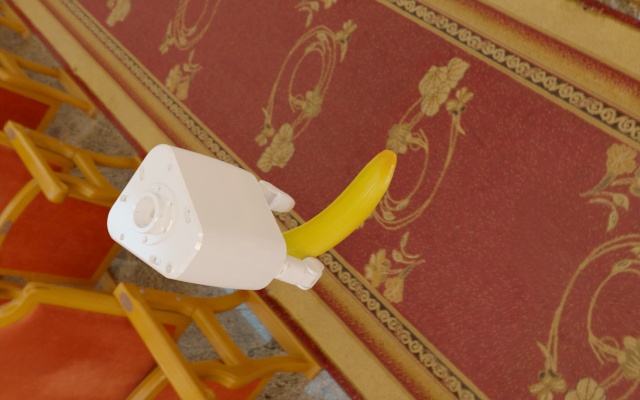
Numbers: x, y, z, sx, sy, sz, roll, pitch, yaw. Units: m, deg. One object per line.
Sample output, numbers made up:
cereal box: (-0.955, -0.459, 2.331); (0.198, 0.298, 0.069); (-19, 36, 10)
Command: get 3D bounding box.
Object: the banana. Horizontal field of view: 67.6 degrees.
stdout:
banana: (0.003, 0.019, 0.510); (0.198, 0.069, 0.037); (-30, -28, 23)
